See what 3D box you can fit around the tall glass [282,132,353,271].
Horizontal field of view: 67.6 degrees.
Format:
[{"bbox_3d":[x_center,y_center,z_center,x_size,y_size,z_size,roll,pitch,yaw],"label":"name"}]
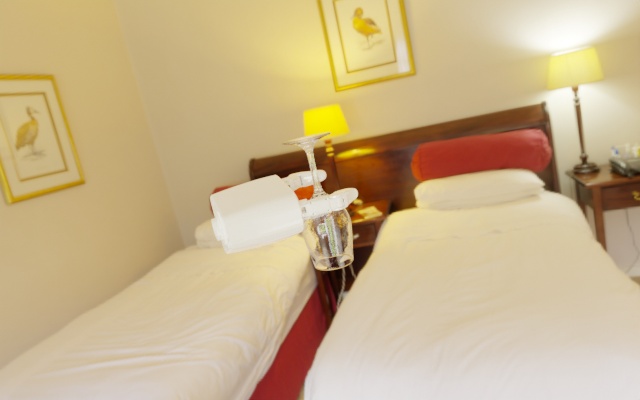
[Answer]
[{"bbox_3d":[0.000,0.002,0.727,0.079,0.201,0.079,-12,11,2],"label":"tall glass"}]
